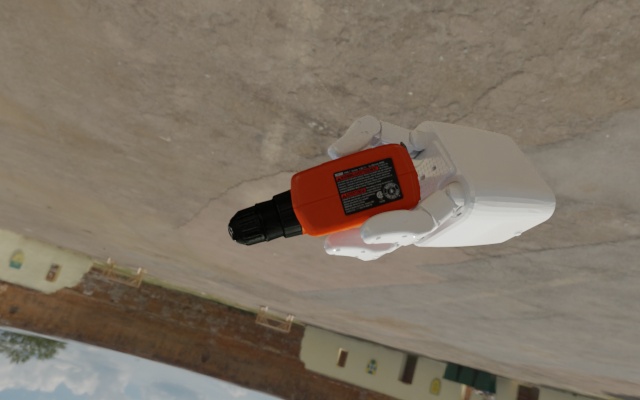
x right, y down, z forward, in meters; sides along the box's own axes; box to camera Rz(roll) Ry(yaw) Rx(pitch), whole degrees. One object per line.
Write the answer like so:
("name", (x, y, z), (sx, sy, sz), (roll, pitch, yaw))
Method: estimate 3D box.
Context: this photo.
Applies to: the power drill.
("power drill", (0.000, 0.001, 0.456), (0.184, 0.057, 0.187), (-19, 0, -10))
